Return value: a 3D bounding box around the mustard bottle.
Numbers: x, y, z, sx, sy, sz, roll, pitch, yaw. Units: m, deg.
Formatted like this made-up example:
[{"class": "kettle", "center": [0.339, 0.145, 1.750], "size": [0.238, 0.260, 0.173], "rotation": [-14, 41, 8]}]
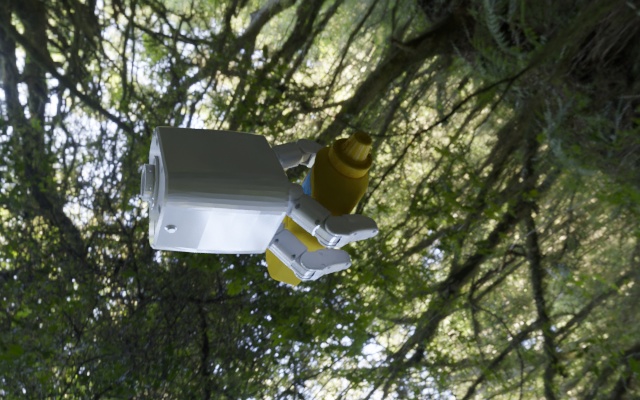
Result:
[{"class": "mustard bottle", "center": [0.000, 0.002, 0.492], "size": [0.058, 0.096, 0.192], "rotation": [22, -45, -11]}]
